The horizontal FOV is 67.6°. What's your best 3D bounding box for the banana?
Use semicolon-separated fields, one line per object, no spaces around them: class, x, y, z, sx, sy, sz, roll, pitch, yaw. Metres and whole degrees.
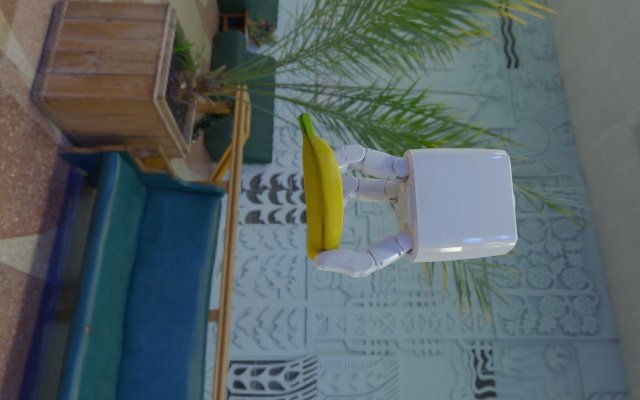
banana;0.002;0.011;0.487;0.037;0.198;0.069;-5;42;-4
